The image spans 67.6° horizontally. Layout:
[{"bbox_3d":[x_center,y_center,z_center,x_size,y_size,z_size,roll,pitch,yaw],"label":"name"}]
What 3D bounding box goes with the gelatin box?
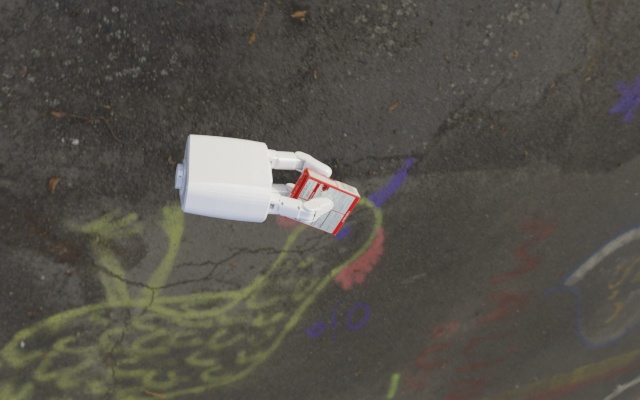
[{"bbox_3d":[0.000,0.003,0.685,0.089,0.073,0.030,21,25,-23],"label":"gelatin box"}]
